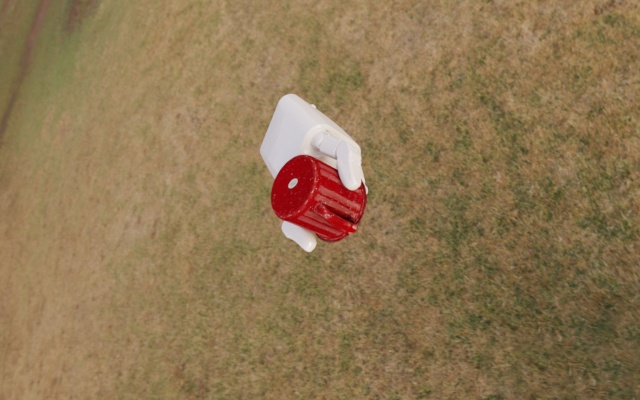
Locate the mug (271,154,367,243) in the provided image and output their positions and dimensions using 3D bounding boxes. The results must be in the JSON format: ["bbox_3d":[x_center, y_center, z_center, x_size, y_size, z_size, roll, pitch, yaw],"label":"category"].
[{"bbox_3d":[0.001,0.003,0.564,0.081,0.093,0.117,25,17,-41],"label":"mug"}]
